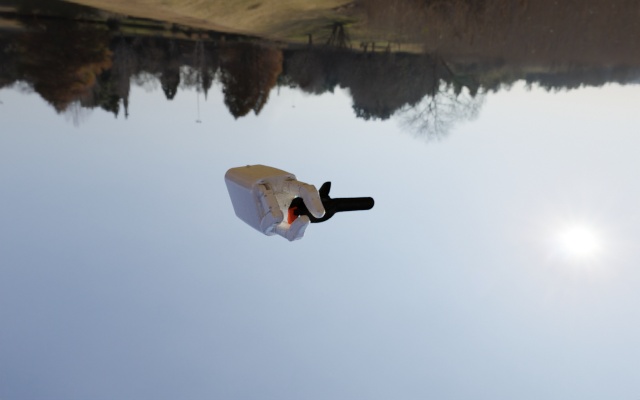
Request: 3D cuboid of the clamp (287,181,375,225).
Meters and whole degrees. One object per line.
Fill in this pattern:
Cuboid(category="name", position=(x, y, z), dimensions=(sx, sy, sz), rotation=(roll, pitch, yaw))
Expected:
Cuboid(category="clamp", position=(0.000, 0.003, 0.861), dimensions=(0.171, 0.039, 0.120), rotation=(-12, 22, -37))
